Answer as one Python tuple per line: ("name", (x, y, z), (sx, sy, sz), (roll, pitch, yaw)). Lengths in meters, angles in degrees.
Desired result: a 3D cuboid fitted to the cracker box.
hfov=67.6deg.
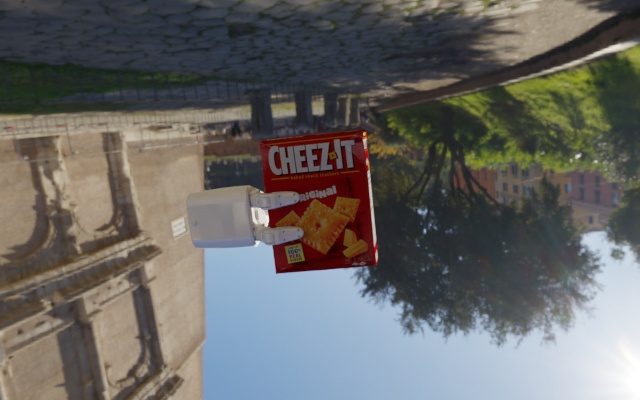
("cracker box", (0.000, 0.003, 0.759), (0.164, 0.214, 0.072), (-5, 9, 9))
